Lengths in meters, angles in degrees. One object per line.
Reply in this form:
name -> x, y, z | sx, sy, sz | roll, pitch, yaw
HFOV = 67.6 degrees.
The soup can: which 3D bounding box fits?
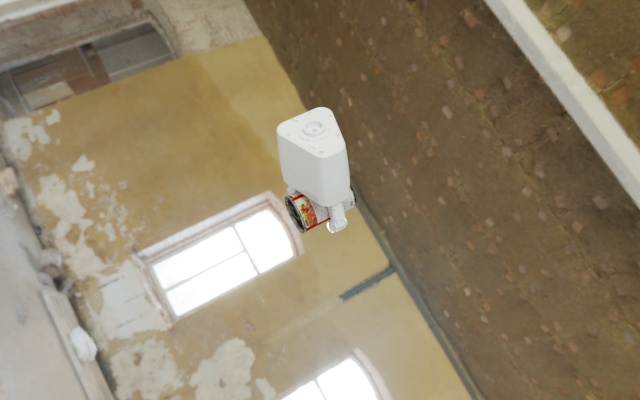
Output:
soup can -> 0.000, 0.003, 0.802 | 0.102, 0.068, 0.068 | -26, 8, -16
